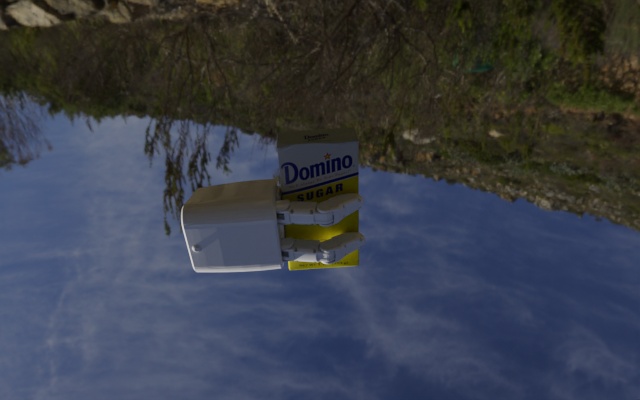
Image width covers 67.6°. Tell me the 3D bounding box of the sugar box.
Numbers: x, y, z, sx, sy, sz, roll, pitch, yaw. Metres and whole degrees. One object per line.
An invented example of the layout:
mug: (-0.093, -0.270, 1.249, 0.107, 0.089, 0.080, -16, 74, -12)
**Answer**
sugar box: (0.000, 0.002, 0.580, 0.093, 0.176, 0.048, -5, 33, -1)
